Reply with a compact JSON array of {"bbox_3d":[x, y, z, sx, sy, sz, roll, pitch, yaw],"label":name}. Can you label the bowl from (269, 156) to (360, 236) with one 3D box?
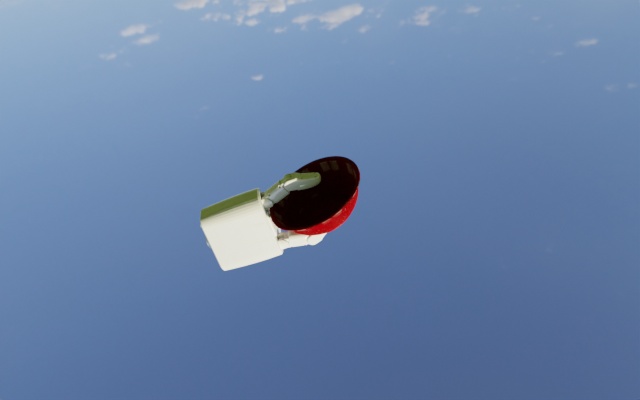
[{"bbox_3d":[0.002,0.002,0.773,0.162,0.162,0.055,0,-42,38],"label":"bowl"}]
